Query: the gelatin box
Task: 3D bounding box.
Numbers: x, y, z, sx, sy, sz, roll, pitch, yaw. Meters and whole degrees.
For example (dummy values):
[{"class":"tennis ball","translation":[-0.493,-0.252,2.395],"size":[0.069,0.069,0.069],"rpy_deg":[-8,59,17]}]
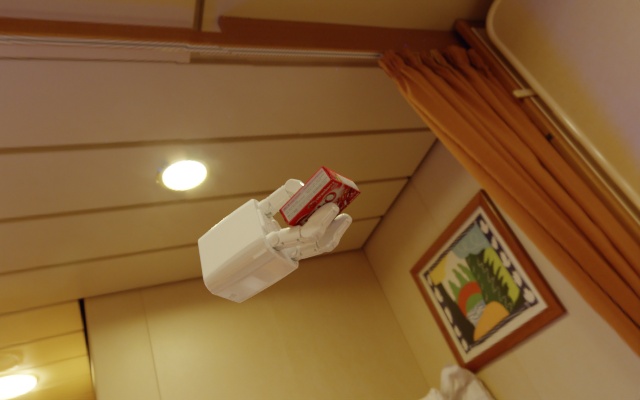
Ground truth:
[{"class":"gelatin box","translation":[0.000,0.002,0.640],"size":[0.089,0.030,0.073],"rpy_deg":[-45,-34,17]}]
